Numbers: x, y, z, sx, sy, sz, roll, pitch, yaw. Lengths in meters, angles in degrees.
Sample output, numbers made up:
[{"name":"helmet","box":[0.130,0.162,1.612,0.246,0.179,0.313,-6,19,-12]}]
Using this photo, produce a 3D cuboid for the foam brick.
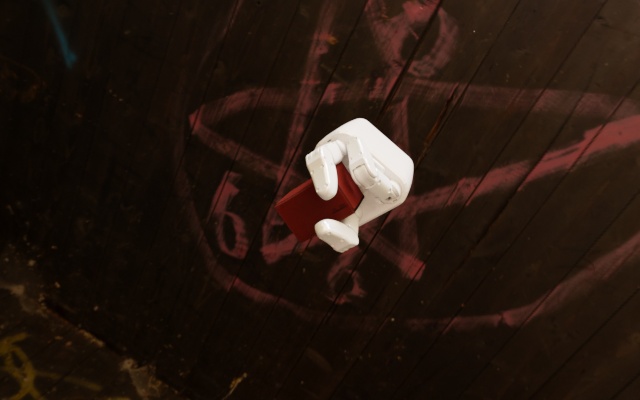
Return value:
[{"name":"foam brick","box":[0.000,0.002,0.532,0.078,0.053,0.051,-30,9,24]}]
